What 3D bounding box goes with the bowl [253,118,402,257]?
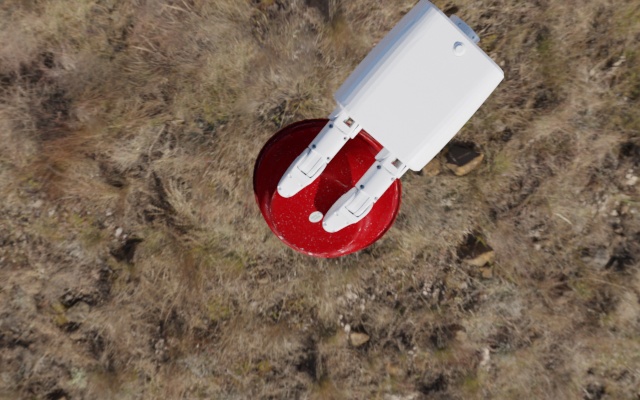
[{"bbox_3d":[-0.001,0.003,0.488,0.162,0.162,0.055,0,28,13],"label":"bowl"}]
